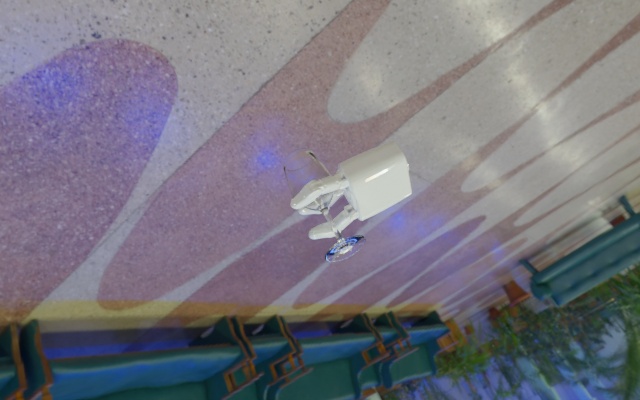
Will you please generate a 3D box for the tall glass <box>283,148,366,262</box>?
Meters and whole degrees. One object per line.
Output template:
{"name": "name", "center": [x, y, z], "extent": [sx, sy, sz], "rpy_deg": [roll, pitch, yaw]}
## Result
{"name": "tall glass", "center": [0.000, 0.003, 0.825], "extent": [0.079, 0.201, 0.079], "rpy_deg": [-22, -29, -13]}
